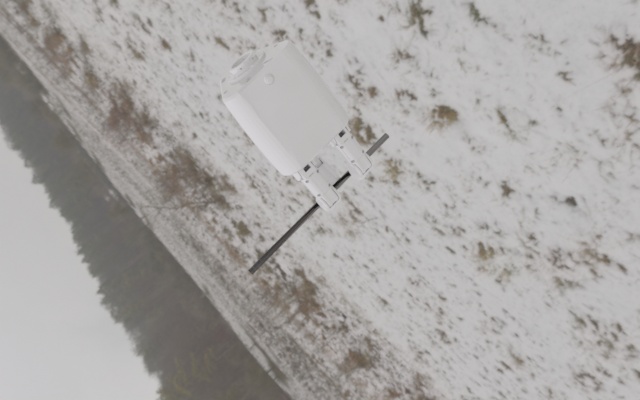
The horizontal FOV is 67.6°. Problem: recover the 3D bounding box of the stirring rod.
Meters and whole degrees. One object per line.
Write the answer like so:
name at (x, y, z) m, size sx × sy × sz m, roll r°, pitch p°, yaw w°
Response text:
stirring rod at (0.000, 0.002, 0.588) m, size 0.011 × 0.239 × 0.011 m, roll 44°, pitch -7°, yaw 7°
